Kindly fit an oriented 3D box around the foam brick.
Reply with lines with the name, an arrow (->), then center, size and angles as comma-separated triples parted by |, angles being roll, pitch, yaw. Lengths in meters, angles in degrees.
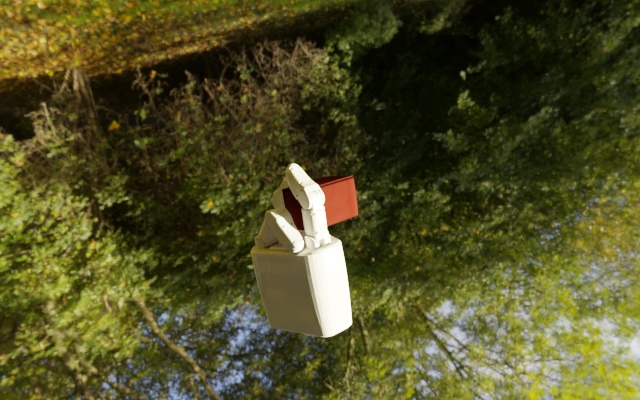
foam brick -> 0.000, 0.002, 0.598 | 0.078, 0.051, 0.053 | -18, 13, -34
